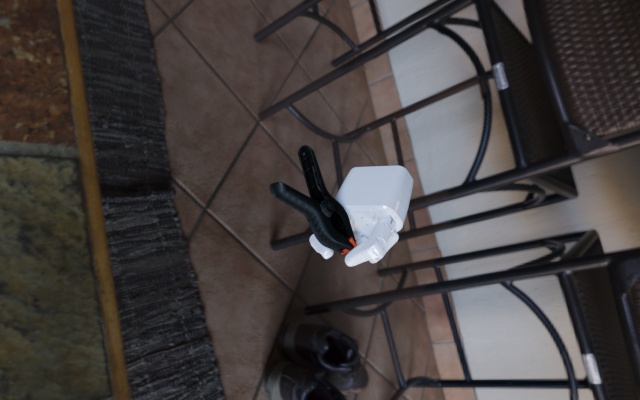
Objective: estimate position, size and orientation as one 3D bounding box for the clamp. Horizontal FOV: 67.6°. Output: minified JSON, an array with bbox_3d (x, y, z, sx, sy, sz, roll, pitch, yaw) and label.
[{"bbox_3d":[0.001,0.002,0.704,0.039,0.171,0.120,-16,35,38],"label":"clamp"}]
